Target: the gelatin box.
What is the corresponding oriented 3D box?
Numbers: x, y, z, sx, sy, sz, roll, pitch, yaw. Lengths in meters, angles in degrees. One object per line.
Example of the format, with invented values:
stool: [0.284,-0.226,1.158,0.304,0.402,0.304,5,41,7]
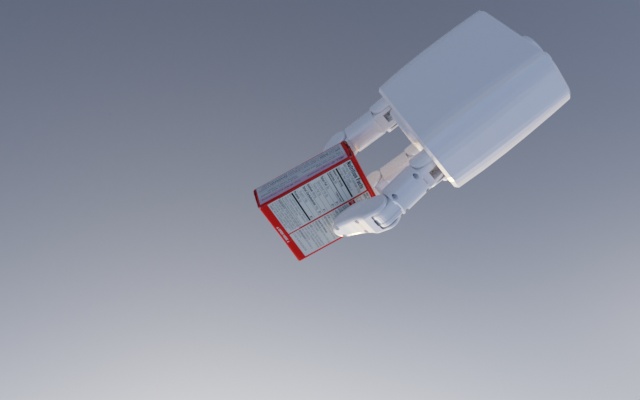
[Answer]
gelatin box: [0.000,0.002,0.407,0.089,0.073,0.030,-29,38,4]
